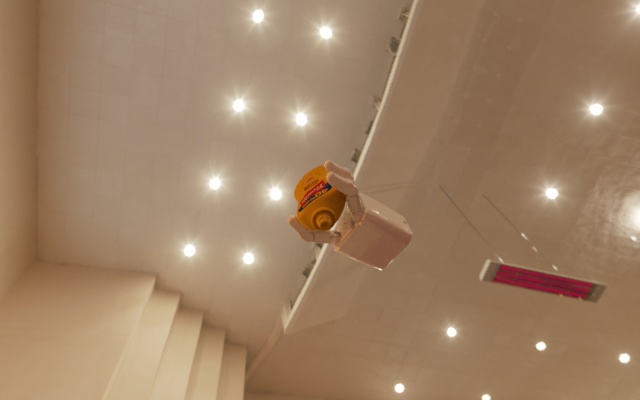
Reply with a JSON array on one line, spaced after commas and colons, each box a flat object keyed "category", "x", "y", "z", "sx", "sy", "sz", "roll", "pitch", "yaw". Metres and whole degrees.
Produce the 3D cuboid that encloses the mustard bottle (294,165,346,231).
[{"category": "mustard bottle", "x": 0.000, "y": 0.003, "z": 0.861, "sx": 0.096, "sy": 0.058, "sz": 0.191, "roll": -35, "pitch": 23, "yaw": 11}]
